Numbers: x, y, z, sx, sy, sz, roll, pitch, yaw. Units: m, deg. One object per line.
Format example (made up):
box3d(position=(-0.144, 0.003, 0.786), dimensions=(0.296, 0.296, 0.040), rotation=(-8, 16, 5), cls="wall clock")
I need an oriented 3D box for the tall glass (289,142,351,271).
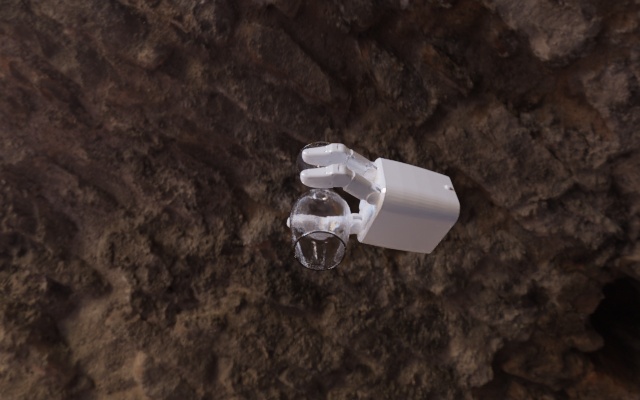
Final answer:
box3d(position=(0.000, 0.002, 0.634), dimensions=(0.079, 0.079, 0.201), rotation=(0, 35, 1), cls="tall glass")
